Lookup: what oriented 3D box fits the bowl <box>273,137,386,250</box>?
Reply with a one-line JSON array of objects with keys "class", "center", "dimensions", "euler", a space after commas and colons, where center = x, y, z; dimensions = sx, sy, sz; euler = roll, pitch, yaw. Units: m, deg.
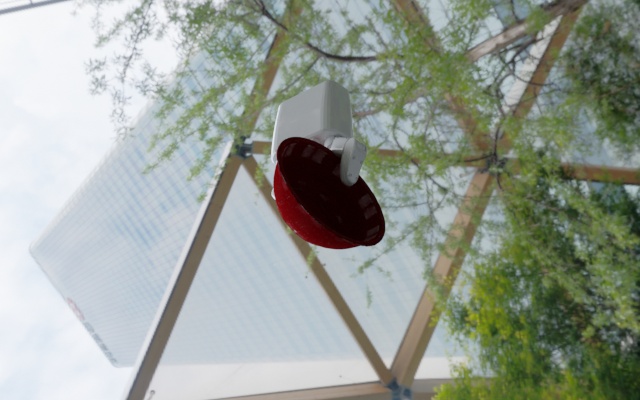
[{"class": "bowl", "center": [0.000, 0.003, 0.563], "dimensions": [0.055, 0.162, 0.162], "euler": [-45, -25, 28]}]
